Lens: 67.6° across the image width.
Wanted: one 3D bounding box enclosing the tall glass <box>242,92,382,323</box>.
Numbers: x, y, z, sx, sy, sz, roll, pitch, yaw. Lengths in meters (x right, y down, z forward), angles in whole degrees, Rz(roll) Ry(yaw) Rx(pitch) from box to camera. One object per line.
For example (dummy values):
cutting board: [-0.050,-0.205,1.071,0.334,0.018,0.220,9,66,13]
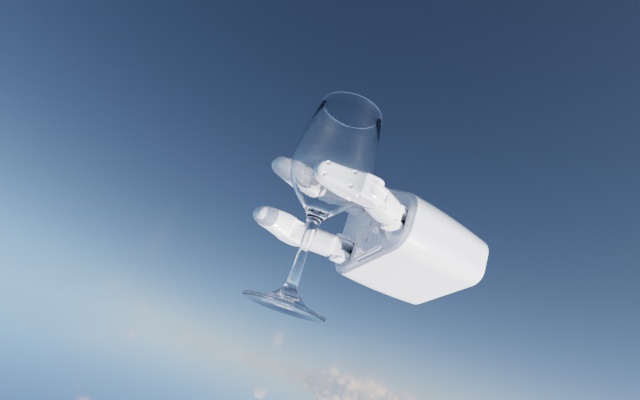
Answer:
tall glass: [0.000,0.002,0.431,0.079,0.201,0.079,17,-20,6]
